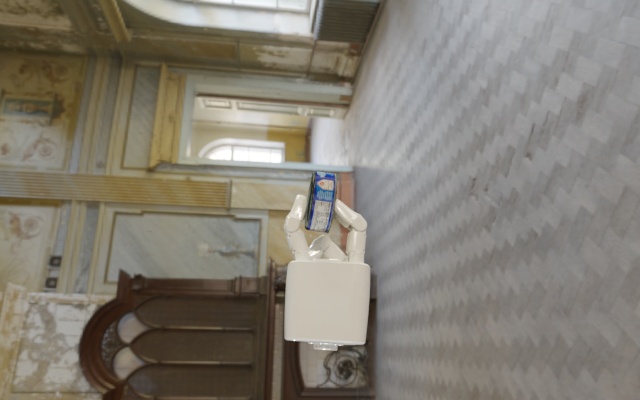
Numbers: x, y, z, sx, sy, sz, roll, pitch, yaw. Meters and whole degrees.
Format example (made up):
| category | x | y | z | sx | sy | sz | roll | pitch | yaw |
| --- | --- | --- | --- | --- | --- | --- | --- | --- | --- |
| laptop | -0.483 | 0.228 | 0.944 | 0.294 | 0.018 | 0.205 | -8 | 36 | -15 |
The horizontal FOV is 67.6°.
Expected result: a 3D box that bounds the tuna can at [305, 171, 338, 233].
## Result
| category | x | y | z | sx | sy | sz | roll | pitch | yaw |
| --- | --- | --- | --- | --- | --- | --- | --- | --- | --- |
| tuna can | 0.000 | 0.002 | 0.678 | 0.034 | 0.086 | 0.086 | 8 | -1 | -5 |
